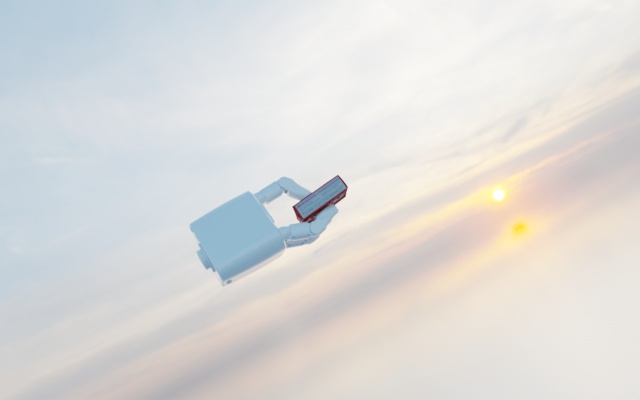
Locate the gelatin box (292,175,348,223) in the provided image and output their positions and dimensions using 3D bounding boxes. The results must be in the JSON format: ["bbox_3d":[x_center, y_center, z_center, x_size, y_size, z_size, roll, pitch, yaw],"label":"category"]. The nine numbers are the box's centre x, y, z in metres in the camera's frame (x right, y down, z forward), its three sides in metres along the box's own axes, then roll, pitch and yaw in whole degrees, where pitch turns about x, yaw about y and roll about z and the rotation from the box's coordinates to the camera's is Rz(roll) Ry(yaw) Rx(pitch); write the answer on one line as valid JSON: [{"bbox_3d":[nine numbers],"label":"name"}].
[{"bbox_3d":[0.000,0.002,0.752,0.089,0.030,0.073,-36,-9,-6],"label":"gelatin box"}]
